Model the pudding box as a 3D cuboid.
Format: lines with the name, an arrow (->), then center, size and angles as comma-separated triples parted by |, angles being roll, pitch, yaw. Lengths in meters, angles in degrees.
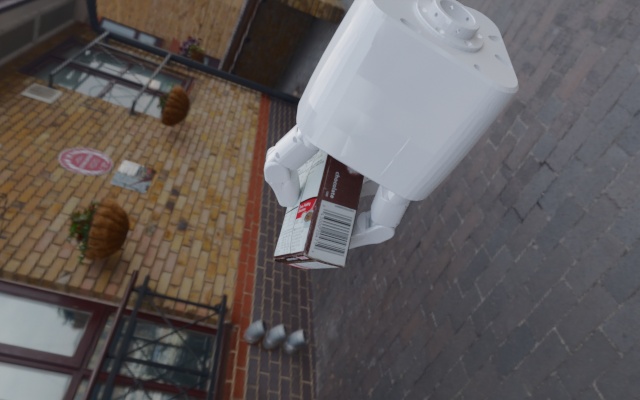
pudding box -> 0.000, 0.001, 0.415 | 0.039, 0.113, 0.090 | 20, -15, -17
